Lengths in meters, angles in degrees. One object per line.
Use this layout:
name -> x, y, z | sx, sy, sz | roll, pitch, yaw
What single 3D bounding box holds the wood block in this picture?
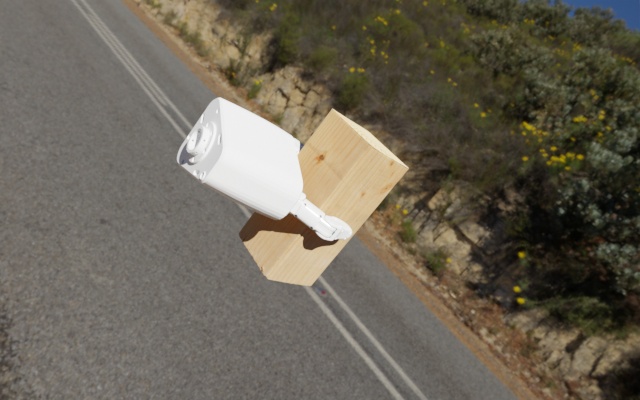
wood block -> 0.000, 0.002, 0.613 | 0.090, 0.206, 0.090 | 21, 23, -49
